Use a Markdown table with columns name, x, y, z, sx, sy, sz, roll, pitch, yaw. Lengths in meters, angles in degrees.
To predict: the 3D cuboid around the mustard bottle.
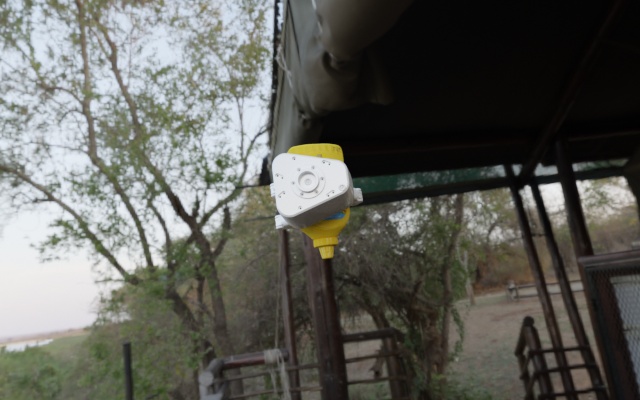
| name | x | y | z | sx | sy | sz | roll | pitch | yaw |
| --- | --- | --- | --- | --- | --- | --- | --- | --- | --- |
| mustard bottle | 0.000 | 0.002 | 0.809 | 0.096 | 0.191 | 0.058 | -4 | -11 | -20 |
